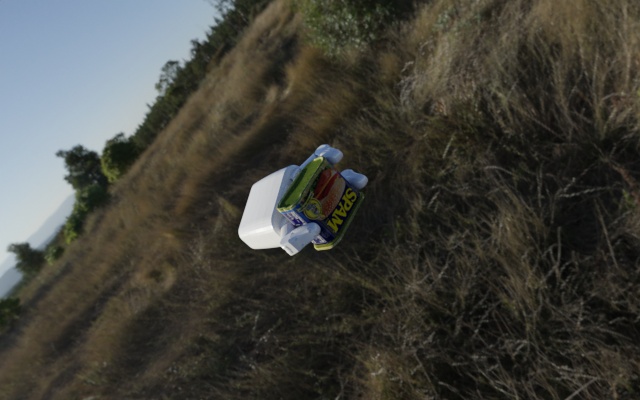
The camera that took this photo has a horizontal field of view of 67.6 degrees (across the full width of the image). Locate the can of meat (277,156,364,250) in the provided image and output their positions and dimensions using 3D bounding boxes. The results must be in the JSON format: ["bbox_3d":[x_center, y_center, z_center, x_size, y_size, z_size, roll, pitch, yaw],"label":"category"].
[{"bbox_3d":[0.000,0.002,0.657,0.084,0.102,0.057,44,-31,-22],"label":"can of meat"}]
